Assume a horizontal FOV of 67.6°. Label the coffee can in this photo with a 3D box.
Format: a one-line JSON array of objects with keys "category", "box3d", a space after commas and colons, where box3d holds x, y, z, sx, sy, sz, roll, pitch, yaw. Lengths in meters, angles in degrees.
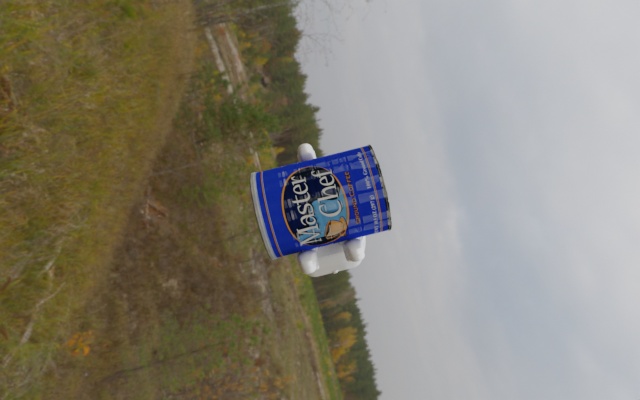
[{"category": "coffee can", "box3d": [0.000, 0.002, 0.549, 0.140, 0.103, 0.103, -14, 0, 0]}]
